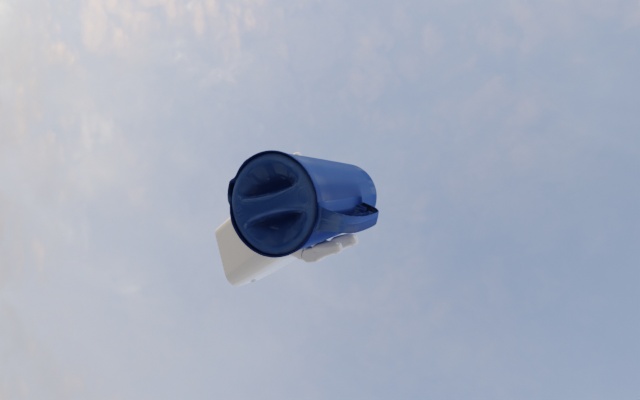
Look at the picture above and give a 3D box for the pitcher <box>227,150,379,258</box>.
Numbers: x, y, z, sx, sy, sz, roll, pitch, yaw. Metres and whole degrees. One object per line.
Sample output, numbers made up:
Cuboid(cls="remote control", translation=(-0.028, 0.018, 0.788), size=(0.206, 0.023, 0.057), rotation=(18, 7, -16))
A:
Cuboid(cls="pitcher", translation=(0.000, 0.002, 0.686), size=(0.145, 0.149, 0.243), rotation=(-35, -13, 25))
